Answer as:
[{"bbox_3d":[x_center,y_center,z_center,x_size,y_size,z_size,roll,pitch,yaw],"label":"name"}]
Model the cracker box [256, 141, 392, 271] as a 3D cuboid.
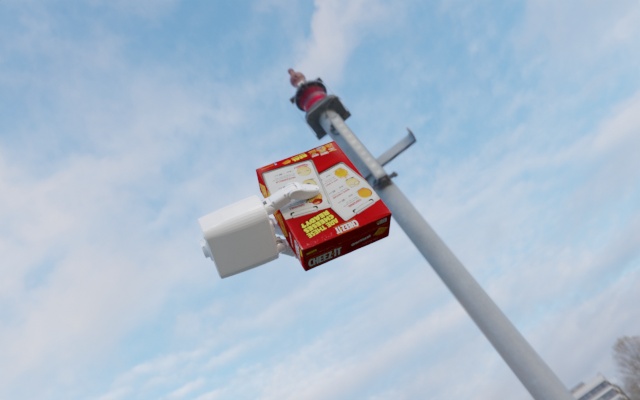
[{"bbox_3d":[0.000,0.003,0.845,0.164,0.072,0.213,-21,49,-15],"label":"cracker box"}]
